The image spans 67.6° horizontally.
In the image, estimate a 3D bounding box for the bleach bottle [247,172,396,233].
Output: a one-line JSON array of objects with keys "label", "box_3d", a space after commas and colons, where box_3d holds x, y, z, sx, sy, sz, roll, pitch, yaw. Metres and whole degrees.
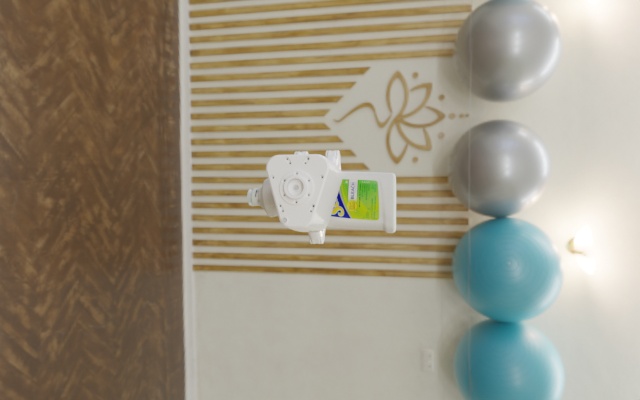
[{"label": "bleach bottle", "box_3d": [0.000, 0.003, 0.807, 0.251, 0.102, 0.068, 0, -5, 11]}]
